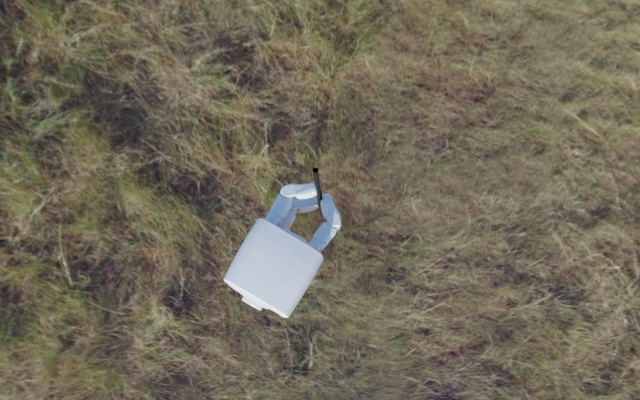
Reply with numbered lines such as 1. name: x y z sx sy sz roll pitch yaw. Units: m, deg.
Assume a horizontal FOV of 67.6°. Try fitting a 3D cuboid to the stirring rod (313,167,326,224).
1. stirring rod: 0.000 0.003 0.760 0.011 0.011 0.240 0 -21 4
